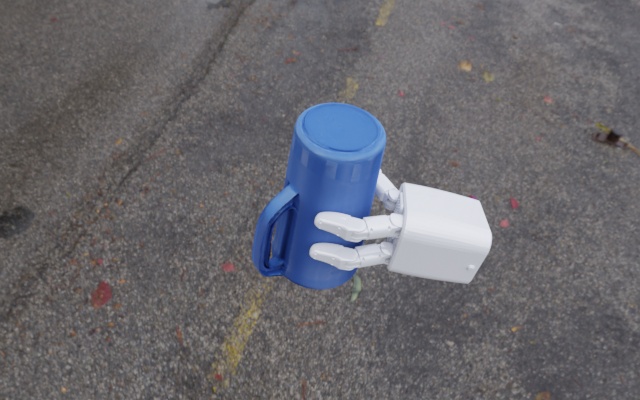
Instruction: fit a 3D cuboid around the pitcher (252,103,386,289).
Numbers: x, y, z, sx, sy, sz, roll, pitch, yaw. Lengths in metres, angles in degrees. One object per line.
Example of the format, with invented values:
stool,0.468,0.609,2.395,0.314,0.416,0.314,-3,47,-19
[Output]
pitcher,0.000,0.002,0.626,0.145,0.243,0.149,13,45,3
